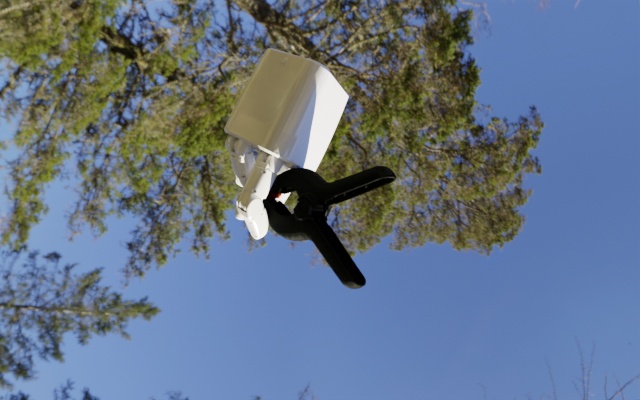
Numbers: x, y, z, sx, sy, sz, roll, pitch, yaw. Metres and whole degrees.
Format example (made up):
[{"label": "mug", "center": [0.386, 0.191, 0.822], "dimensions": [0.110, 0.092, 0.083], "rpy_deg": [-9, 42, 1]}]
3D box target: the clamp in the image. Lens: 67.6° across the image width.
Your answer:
[{"label": "clamp", "center": [0.000, 0.002, 0.497], "dimensions": [0.171, 0.120, 0.039], "rpy_deg": [28, 3, 35]}]
